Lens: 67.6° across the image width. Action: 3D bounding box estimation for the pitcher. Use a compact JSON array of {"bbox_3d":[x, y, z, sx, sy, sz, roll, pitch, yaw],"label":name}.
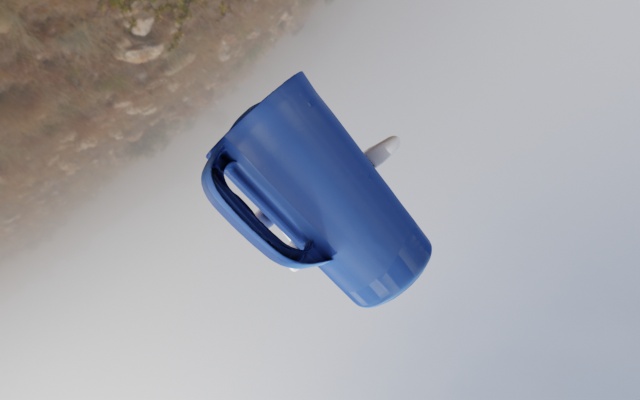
[{"bbox_3d":[0.000,0.002,0.505,0.149,0.243,0.145,-41,8,2],"label":"pitcher"}]
